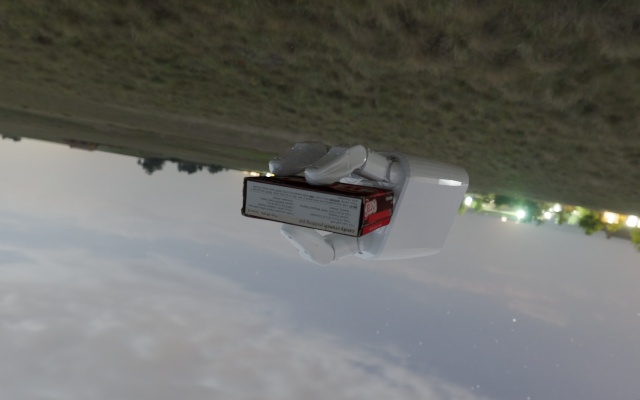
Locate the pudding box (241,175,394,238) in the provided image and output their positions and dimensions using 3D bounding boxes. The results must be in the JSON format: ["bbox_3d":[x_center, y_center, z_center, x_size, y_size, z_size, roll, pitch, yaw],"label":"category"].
[{"bbox_3d":[0.000,0.002,0.429,0.113,0.039,0.090,8,6,23],"label":"pudding box"}]
